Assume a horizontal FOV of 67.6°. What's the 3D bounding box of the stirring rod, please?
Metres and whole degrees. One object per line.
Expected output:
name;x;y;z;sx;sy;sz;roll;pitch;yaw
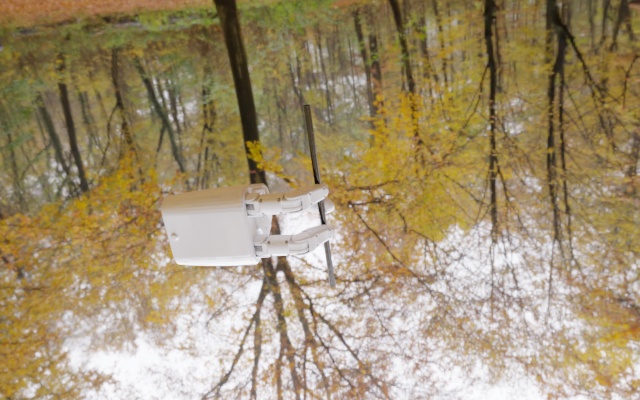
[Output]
stirring rod;0.000;0.002;0.592;0.011;0.240;0.011;-7;21;3
